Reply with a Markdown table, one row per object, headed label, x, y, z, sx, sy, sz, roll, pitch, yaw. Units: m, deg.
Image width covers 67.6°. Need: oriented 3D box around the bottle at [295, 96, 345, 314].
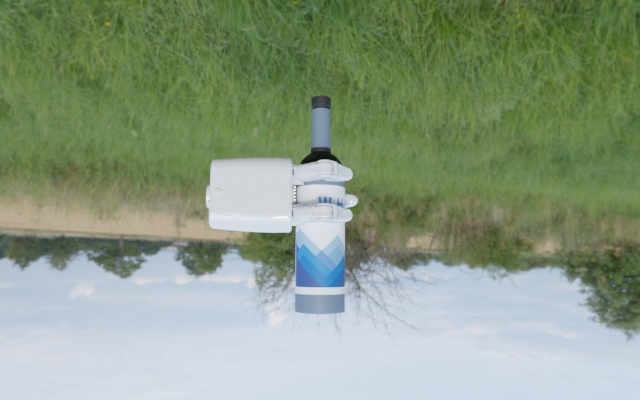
| label | x | y | z | sx | sy | sz | roll | pitch | yaw |
| --- | --- | --- | --- | --- | --- | --- | --- | --- | --- |
| bottle | 0.000 | 0.002 | 0.655 | 0.069 | 0.295 | 0.069 | 0 | -7 | 0 |
